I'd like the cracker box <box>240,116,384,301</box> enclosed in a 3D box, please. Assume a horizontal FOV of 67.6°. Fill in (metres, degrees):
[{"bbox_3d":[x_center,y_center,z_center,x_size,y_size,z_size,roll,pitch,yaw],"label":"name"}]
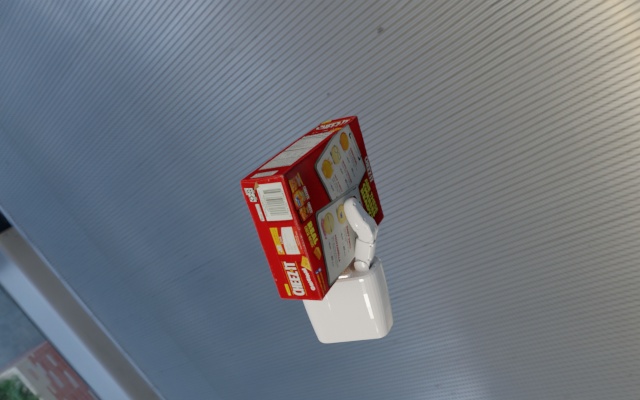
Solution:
[{"bbox_3d":[0.000,0.002,0.628,0.072,0.164,0.213,-4,24,31],"label":"cracker box"}]
